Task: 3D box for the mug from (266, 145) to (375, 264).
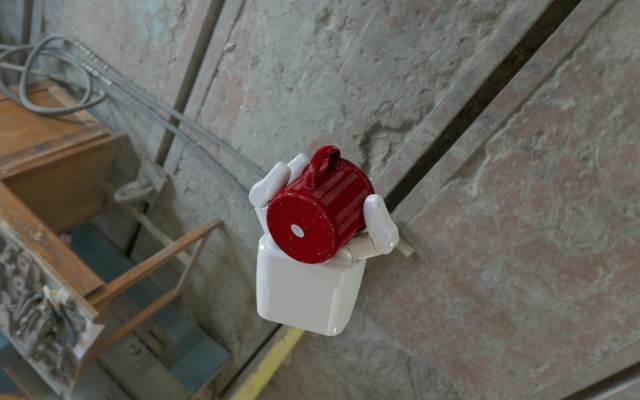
[{"bbox_3d":[0.000,0.000,0.479,0.093,0.117,0.081,22,35,21],"label":"mug"}]
